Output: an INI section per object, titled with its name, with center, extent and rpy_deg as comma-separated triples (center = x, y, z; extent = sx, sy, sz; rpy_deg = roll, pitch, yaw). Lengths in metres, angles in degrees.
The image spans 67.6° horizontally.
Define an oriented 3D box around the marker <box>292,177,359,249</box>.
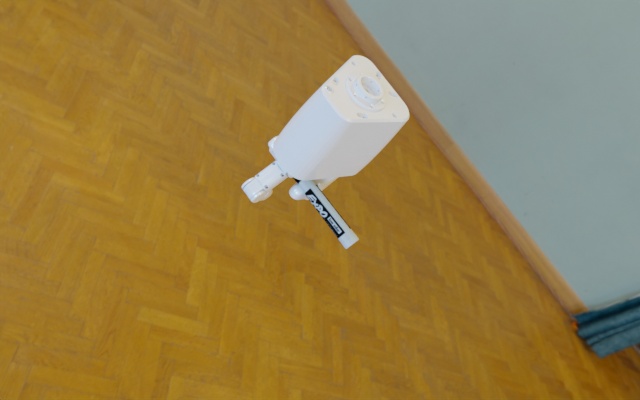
[marker]
center = 0.000, 0.002, 0.546
extent = 0.020, 0.121, 0.020
rpy_deg = -37, -6, -5
